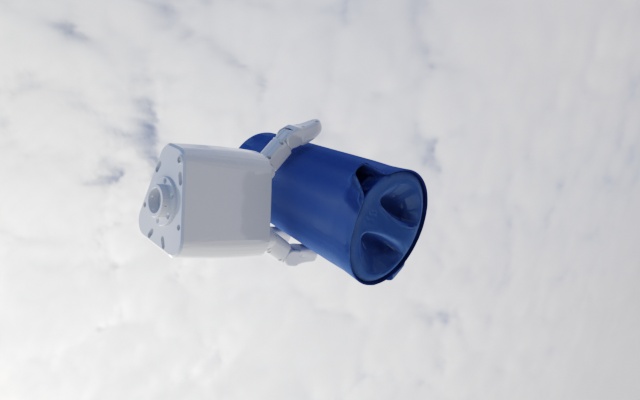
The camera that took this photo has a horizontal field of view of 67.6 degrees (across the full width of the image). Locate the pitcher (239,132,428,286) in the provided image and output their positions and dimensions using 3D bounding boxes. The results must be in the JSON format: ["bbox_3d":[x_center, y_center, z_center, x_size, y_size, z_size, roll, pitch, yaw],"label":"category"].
[{"bbox_3d":[0.000,0.002,0.591,0.145,0.149,0.242,0,19,-46],"label":"pitcher"}]
